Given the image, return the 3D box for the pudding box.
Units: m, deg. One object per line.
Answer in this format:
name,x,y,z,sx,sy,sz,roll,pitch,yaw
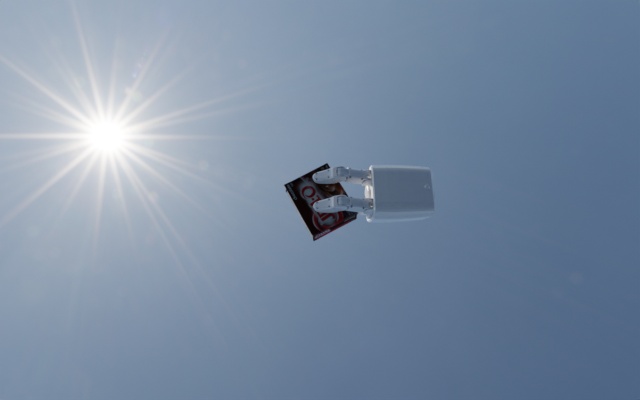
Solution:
pudding box,0.000,0.003,0.848,0.090,0.113,0.039,-27,-21,-10
